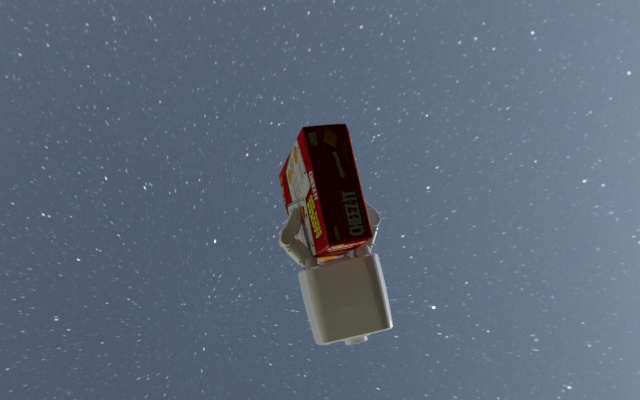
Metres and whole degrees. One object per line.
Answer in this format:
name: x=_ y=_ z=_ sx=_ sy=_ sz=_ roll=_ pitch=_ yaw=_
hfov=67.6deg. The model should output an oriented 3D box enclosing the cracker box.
cracker box: x=0.000 y=0.002 z=0.716 sx=0.072 sy=0.164 sz=0.214 roll=-10 pitch=-12 yaw=-16
